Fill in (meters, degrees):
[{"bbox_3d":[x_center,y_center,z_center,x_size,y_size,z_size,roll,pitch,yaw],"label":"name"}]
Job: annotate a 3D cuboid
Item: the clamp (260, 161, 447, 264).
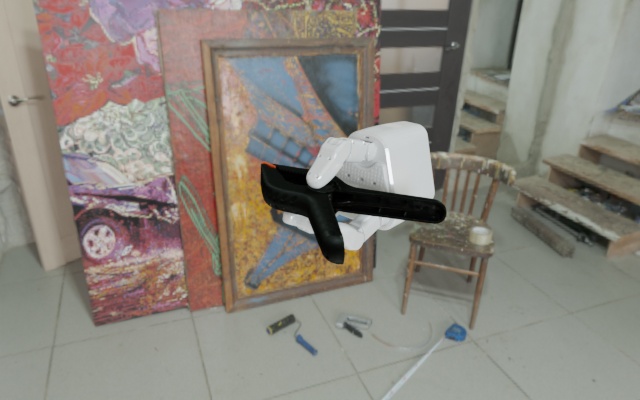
[{"bbox_3d":[0.000,0.001,0.489,0.210,0.036,0.164,20,25,34],"label":"clamp"}]
